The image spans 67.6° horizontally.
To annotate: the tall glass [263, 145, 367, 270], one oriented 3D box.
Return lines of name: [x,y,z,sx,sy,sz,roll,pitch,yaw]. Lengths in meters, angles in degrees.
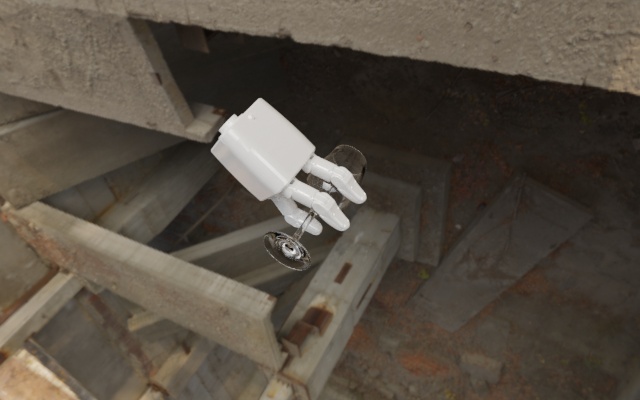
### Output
tall glass: [0.000,0.003,0.699,0.079,0.079,0.201,0,41,39]
